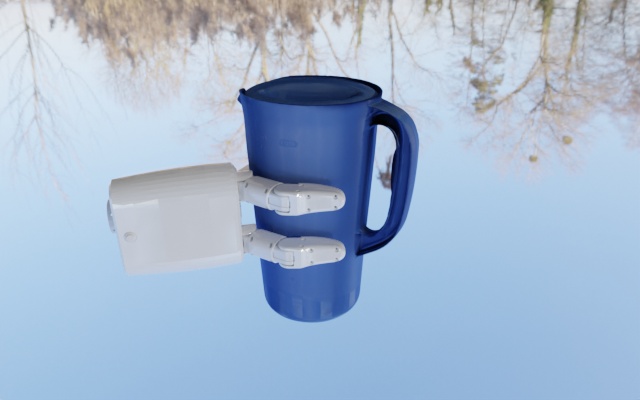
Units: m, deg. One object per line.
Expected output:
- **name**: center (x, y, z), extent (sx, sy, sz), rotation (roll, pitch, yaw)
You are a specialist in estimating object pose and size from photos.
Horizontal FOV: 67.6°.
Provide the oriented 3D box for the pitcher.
- **pitcher**: center (0.000, 0.002, 0.485), extent (0.145, 0.243, 0.149), rotation (-7, 26, -15)
